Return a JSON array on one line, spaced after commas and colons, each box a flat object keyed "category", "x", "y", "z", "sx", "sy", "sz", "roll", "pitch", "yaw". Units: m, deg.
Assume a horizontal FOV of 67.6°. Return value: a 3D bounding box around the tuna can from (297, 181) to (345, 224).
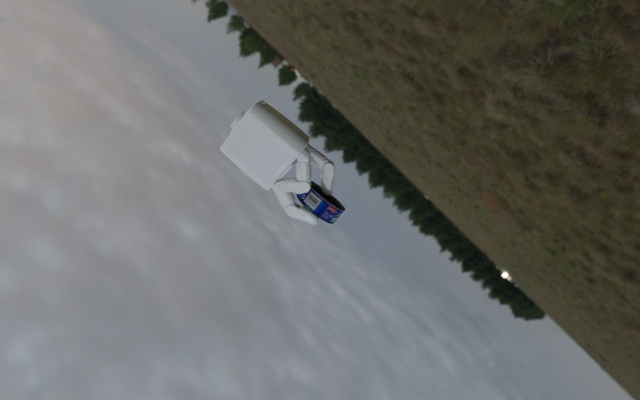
[{"category": "tuna can", "x": 0.000, "y": 0.003, "z": 0.839, "sx": 0.086, "sy": 0.034, "sz": 0.086, "roll": 37, "pitch": 10, "yaw": -8}]
